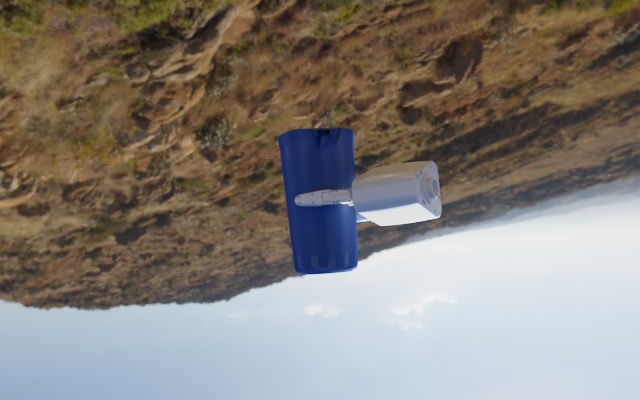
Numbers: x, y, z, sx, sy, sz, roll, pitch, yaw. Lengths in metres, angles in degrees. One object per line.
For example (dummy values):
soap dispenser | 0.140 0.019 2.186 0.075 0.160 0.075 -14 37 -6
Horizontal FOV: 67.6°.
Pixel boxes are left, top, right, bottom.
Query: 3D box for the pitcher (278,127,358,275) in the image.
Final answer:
pitcher | 0.000 0.003 0.828 0.145 0.243 0.149 -8 -7 34
